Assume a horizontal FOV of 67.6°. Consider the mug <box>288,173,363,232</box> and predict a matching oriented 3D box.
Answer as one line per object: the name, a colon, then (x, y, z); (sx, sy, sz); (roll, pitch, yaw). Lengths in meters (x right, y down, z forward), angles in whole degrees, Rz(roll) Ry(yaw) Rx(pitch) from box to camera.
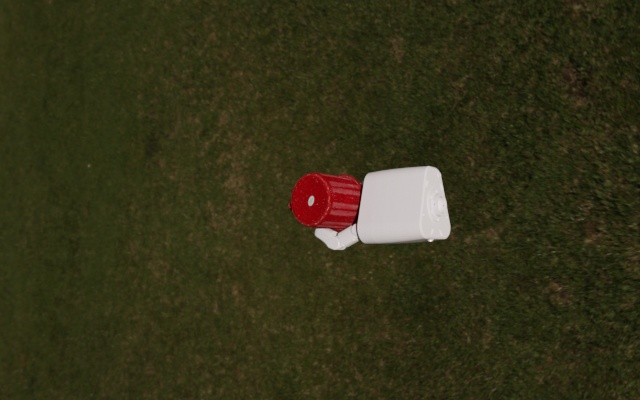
mug: (-0.001, 0.002, 0.743); (0.117, 0.093, 0.081); (-7, -8, 39)
